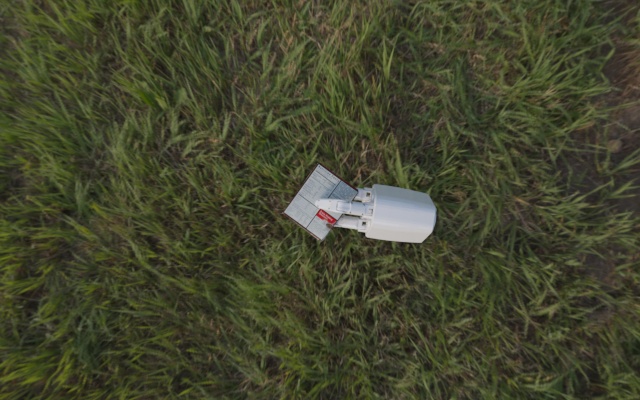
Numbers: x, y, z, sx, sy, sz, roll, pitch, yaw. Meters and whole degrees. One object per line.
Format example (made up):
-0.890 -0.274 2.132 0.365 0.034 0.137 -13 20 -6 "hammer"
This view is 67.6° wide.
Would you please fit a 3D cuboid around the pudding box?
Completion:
0.000 0.003 0.846 0.090 0.113 0.039 36 0 1 "pudding box"
